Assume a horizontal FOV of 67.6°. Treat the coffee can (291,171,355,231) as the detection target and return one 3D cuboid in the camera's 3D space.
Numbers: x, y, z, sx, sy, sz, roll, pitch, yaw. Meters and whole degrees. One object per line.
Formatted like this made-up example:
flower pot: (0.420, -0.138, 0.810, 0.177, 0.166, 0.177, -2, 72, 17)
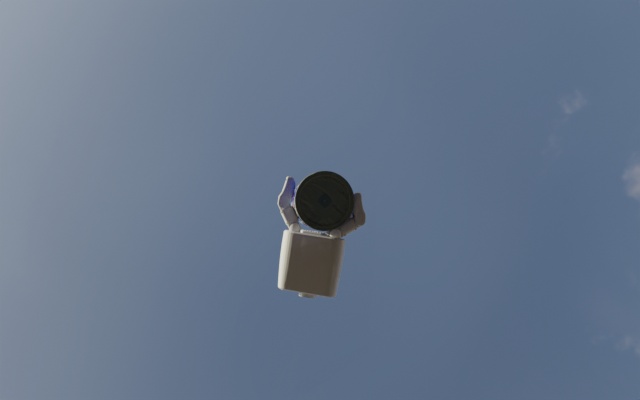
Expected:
coffee can: (0.000, 0.003, 0.876, 0.103, 0.103, 0.140, 0, -2, -6)
